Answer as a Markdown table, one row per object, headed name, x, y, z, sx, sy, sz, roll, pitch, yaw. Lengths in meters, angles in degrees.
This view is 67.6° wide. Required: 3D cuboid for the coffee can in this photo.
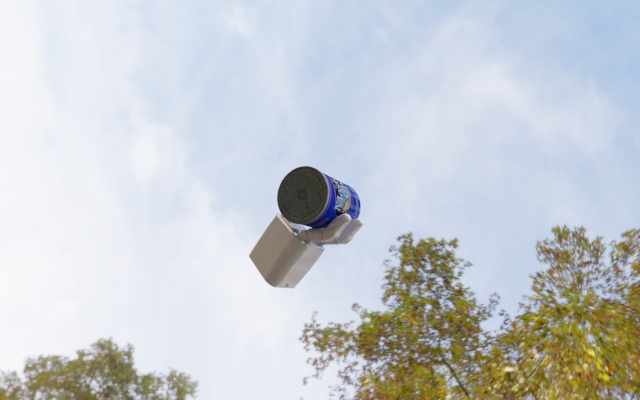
| name | x | y | z | sx | sy | sz | roll | pitch | yaw |
| --- | --- | --- | --- | --- | --- | --- | --- | --- | --- |
| coffee can | 0.000 | 0.003 | 0.880 | 0.103 | 0.103 | 0.140 | 0 | -11 | 29 |
